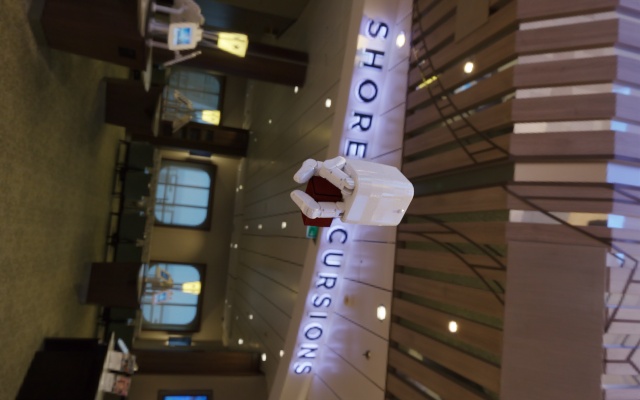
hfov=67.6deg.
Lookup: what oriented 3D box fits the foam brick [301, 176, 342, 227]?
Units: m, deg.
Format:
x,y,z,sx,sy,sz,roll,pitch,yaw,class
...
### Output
x,y,z,sx,sy,sz,roll,pitch,yaw,class
0.000,0.003,0.850,0.051,0.078,0.053,6,41,-17,foam brick
